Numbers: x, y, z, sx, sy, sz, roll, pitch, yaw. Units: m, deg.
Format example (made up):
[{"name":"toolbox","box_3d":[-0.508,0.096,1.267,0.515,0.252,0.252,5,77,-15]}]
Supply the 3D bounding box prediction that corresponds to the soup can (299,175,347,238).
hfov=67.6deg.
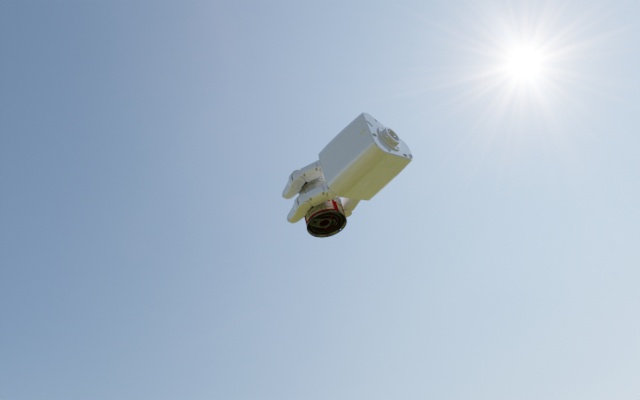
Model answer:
[{"name":"soup can","box_3d":[0.000,0.003,0.811,0.068,0.102,0.069,-9,-40,-8]}]
